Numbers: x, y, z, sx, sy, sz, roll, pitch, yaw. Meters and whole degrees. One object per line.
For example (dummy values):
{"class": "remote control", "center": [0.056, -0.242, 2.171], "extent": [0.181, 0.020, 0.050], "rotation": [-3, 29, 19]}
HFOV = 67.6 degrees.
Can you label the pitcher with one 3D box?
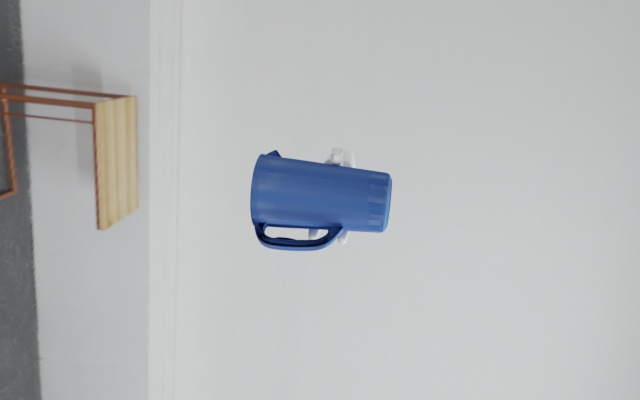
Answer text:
{"class": "pitcher", "center": [0.000, 0.003, 0.852], "extent": [0.243, 0.149, 0.145], "rotation": [6, 20, 5]}
